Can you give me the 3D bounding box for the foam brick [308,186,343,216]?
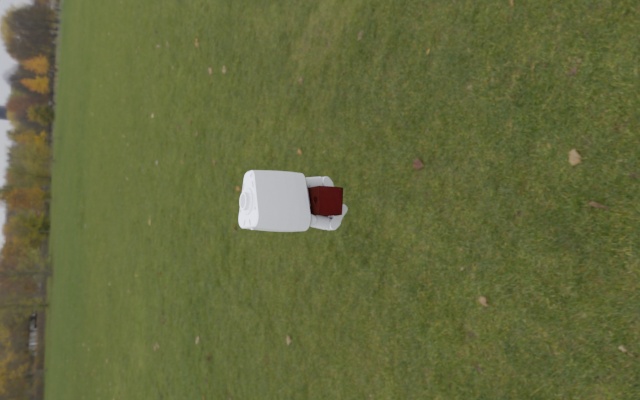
[{"bbox_3d":[0.000,0.003,0.899,0.051,0.053,0.078,4,-7,-30],"label":"foam brick"}]
